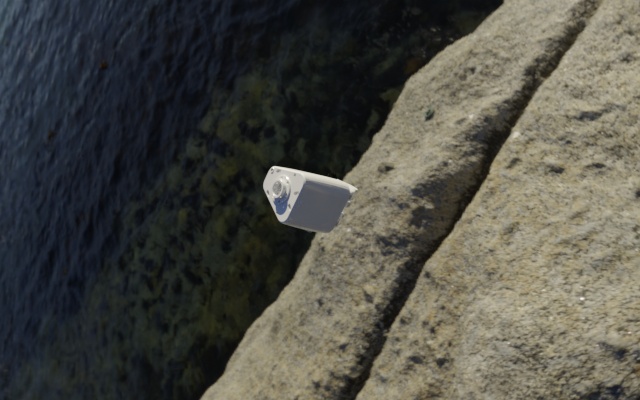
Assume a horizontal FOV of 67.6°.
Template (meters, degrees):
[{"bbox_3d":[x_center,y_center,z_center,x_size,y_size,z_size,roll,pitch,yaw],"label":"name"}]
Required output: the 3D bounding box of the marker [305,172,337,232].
[{"bbox_3d":[0.000,0.003,0.889,0.020,0.121,0.020,24,13,-6],"label":"marker"}]
